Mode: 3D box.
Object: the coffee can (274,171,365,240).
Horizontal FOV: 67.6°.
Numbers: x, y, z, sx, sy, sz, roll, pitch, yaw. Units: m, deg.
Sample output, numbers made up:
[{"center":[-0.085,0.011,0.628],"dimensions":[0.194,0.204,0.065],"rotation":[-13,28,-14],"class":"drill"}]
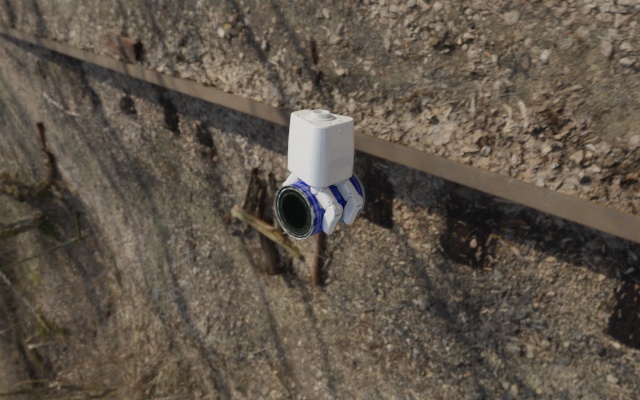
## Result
[{"center":[0.000,0.003,0.890],"dimensions":[0.103,0.103,0.140],"rotation":[0,16,46],"class":"coffee can"}]
